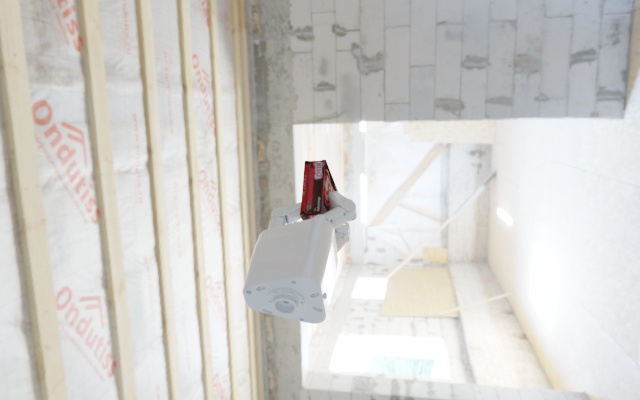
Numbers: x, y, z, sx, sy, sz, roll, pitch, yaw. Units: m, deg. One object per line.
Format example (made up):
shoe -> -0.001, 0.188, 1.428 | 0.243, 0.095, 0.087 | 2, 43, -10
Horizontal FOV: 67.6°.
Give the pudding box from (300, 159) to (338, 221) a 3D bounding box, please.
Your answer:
pudding box -> 0.000, 0.002, 0.732 | 0.039, 0.090, 0.113 | 0, -24, 10
